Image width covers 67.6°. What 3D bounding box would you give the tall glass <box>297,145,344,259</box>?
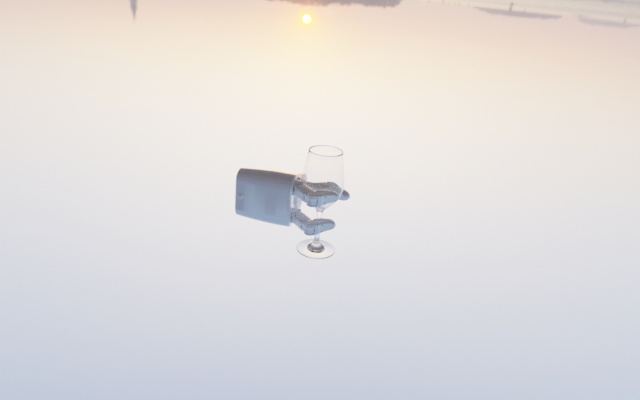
[{"bbox_3d":[0.000,0.003,0.876,0.079,0.201,0.079,5,24,-2],"label":"tall glass"}]
